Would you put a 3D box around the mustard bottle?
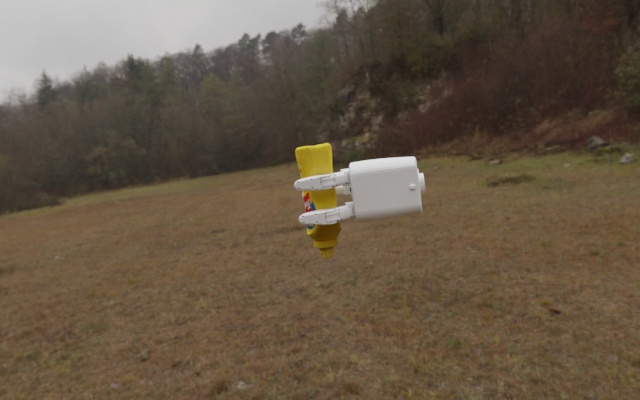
[{"bbox_3d":[0.000,0.002,0.803,0.058,0.191,0.096,-10,6,-14],"label":"mustard bottle"}]
